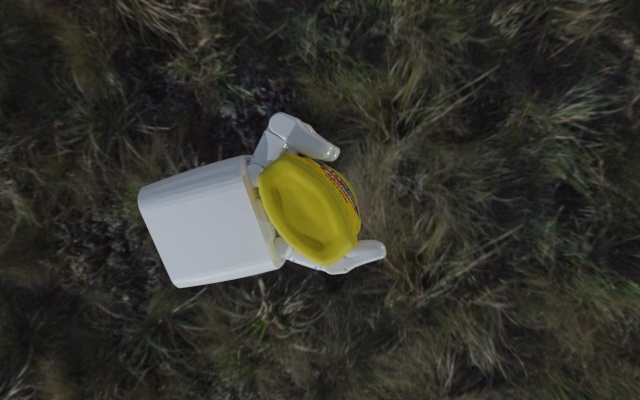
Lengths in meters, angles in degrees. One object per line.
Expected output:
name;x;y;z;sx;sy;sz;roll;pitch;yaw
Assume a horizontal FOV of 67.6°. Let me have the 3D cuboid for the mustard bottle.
mustard bottle;0.000;0.001;0.469;0.058;0.096;0.191;-39;-1;9
